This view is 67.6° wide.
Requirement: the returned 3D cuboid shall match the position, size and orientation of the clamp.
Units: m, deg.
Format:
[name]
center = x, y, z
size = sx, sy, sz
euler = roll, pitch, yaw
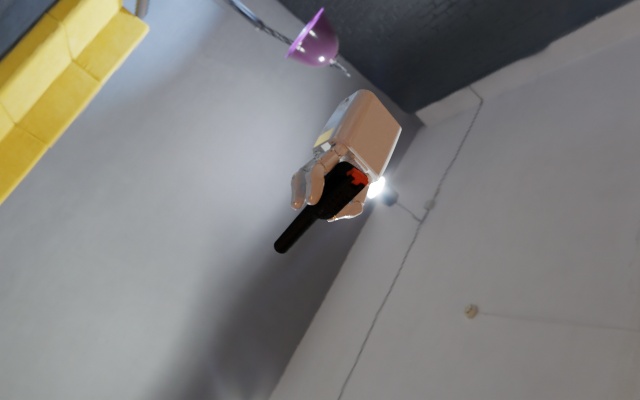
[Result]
[clamp]
center = 0.001, 0.003, 0.723
size = 0.036, 0.164, 0.210
euler = 32, -21, -18
